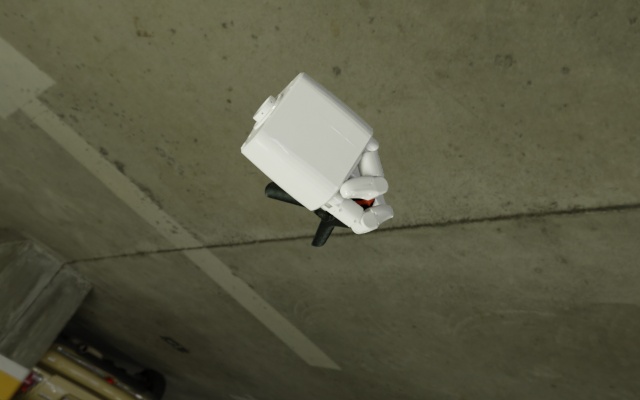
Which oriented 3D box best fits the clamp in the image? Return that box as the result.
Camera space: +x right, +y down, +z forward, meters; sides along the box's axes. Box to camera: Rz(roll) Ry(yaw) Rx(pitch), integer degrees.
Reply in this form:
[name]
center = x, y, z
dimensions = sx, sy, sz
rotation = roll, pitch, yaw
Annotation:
[clamp]
center = 0.000, 0.003, 0.626
dimensions = 0.120, 0.039, 0.171
rotation = 39, -36, -16
